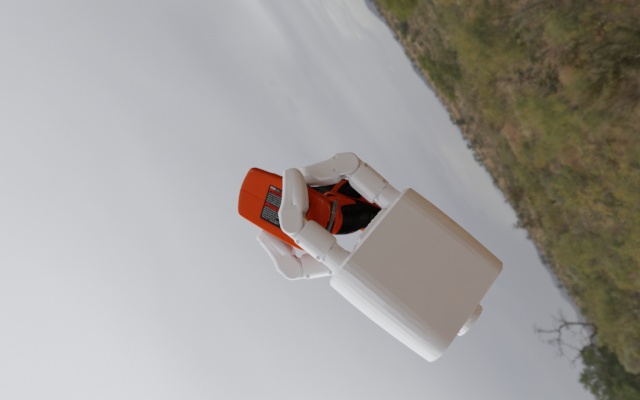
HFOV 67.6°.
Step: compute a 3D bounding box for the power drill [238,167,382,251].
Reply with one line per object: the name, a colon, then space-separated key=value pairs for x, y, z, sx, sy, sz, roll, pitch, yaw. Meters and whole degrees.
power drill: x=0.000 y=0.002 z=0.530 sx=0.184 sy=0.057 sz=0.187 roll=23 pitch=13 yaw=32
